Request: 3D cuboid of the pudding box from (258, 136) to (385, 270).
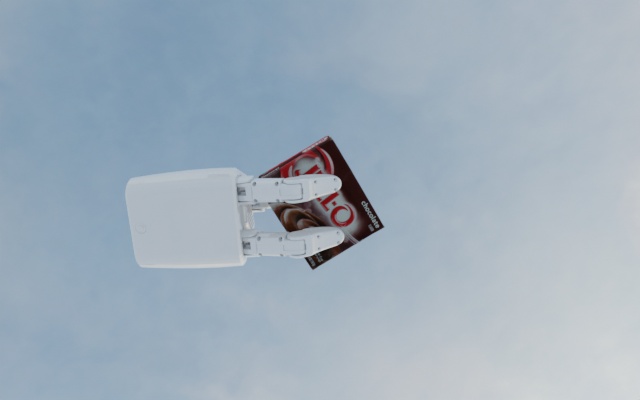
[{"bbox_3d":[0.000,0.002,0.503,0.090,0.113,0.039,-31,14,4],"label":"pudding box"}]
